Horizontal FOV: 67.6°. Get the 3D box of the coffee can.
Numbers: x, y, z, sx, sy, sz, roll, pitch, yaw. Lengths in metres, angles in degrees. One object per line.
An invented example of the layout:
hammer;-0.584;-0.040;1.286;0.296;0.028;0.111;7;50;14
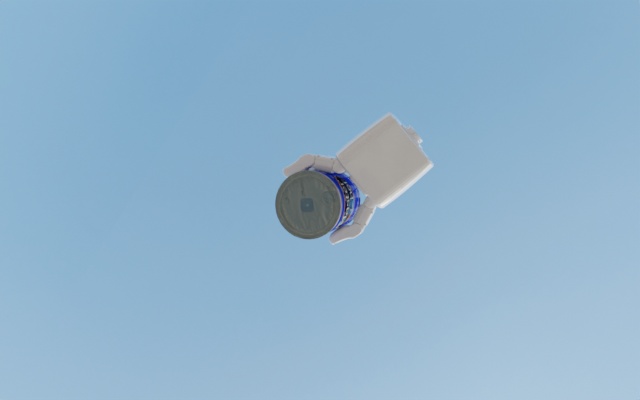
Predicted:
coffee can;0.000;0.003;0.770;0.103;0.103;0.140;0;4;17
